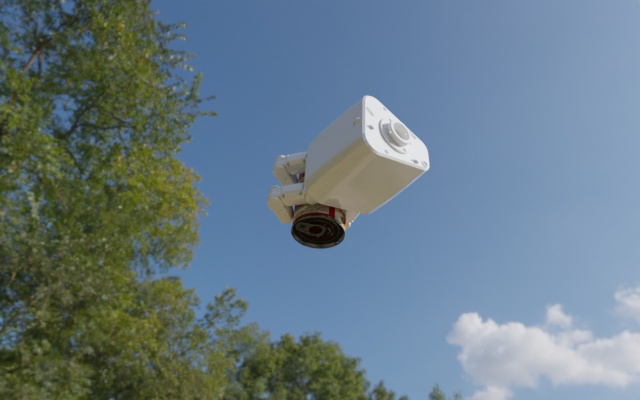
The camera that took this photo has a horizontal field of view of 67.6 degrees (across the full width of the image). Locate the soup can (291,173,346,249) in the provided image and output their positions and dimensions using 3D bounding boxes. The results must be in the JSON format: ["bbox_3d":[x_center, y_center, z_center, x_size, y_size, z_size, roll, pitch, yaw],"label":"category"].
[{"bbox_3d":[0.000,0.002,0.624,0.068,0.102,0.069,3,-40,2],"label":"soup can"}]
